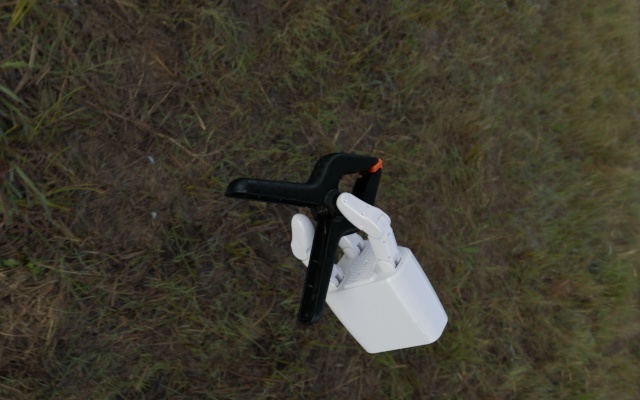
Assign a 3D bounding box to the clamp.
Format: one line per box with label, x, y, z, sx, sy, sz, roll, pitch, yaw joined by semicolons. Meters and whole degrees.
clamp;0.001;0.001;0.511;0.036;0.165;0.210;-9;31;45
